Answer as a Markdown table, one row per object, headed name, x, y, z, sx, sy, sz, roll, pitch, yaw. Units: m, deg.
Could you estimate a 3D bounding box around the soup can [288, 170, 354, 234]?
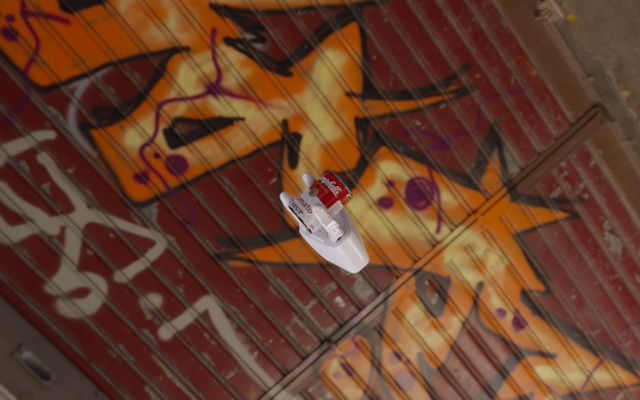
| name | x | y | z | sx | sy | sz | roll | pitch | yaw |
| --- | --- | --- | --- | --- | --- | --- | --- | --- | --- |
| soup can | 0.000 | 0.003 | 0.861 | 0.102 | 0.068 | 0.068 | -40 | 3 | -4 |
